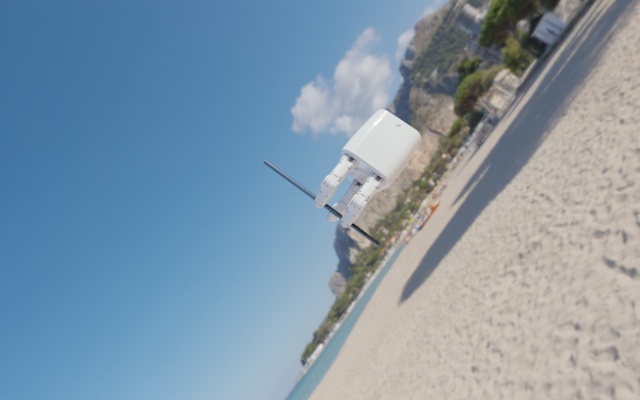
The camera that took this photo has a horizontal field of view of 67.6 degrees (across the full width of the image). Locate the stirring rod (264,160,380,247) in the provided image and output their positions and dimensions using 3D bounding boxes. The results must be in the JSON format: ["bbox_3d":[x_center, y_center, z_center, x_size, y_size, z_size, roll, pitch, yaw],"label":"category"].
[{"bbox_3d":[0.000,0.003,0.799,0.239,0.011,0.011,36,7,10],"label":"stirring rod"}]
